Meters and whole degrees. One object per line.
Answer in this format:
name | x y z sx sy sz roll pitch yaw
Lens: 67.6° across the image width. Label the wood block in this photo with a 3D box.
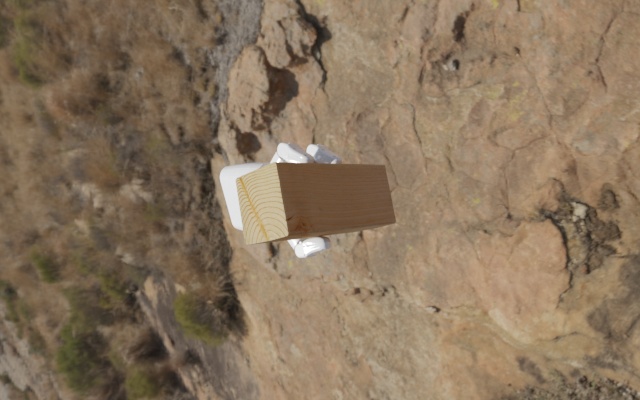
wood block | 0.000 0.003 0.654 0.206 0.091 0.090 -3 -9 -44
